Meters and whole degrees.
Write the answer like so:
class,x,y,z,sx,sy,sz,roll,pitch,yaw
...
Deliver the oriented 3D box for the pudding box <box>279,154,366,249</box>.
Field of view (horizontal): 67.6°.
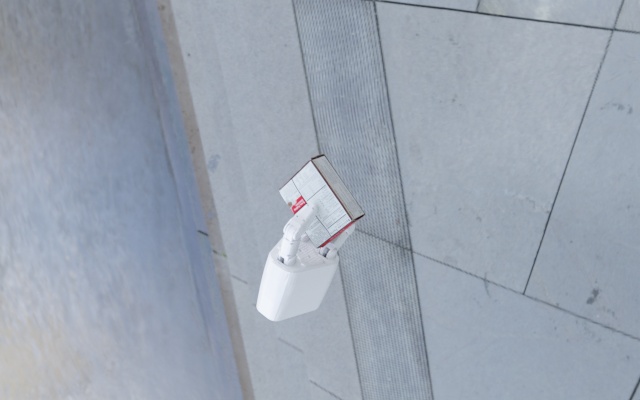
class,x,y,z,sx,sy,sz,roll,pitch,yaw
pudding box,0.000,0.002,0.710,0.090,0.113,0.039,-40,-9,38
